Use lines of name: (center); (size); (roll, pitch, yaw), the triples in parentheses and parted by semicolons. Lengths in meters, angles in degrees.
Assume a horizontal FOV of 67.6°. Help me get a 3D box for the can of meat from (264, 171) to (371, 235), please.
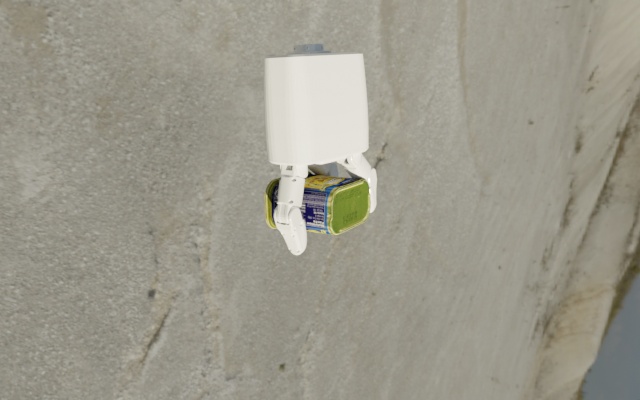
can of meat: (0.000, 0.002, 0.547); (0.084, 0.057, 0.102); (7, 14, 30)
